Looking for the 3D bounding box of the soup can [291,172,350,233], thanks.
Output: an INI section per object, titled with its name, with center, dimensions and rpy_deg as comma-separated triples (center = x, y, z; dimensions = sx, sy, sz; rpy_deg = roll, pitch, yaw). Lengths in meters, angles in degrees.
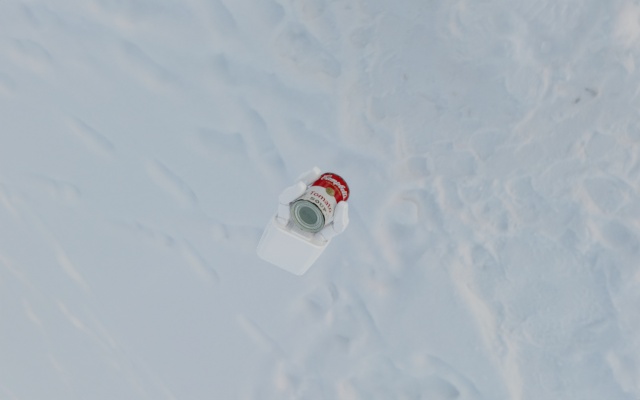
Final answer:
[soup can]
center = 0.000, 0.003, 0.845
dimensions = 0.068, 0.068, 0.102
rpy_deg = 0, 30, 32
